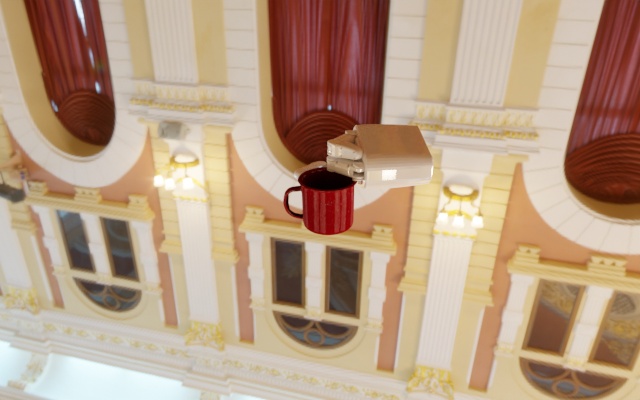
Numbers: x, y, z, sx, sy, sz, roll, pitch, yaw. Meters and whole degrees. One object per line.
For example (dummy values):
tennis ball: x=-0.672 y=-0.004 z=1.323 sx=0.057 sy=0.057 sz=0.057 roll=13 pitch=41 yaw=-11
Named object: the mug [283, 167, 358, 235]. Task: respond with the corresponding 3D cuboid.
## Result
mug: x=-0.001 y=0.003 z=0.752 sx=0.117 sy=0.081 sz=0.093 roll=-3 pitch=27 yaw=-5
